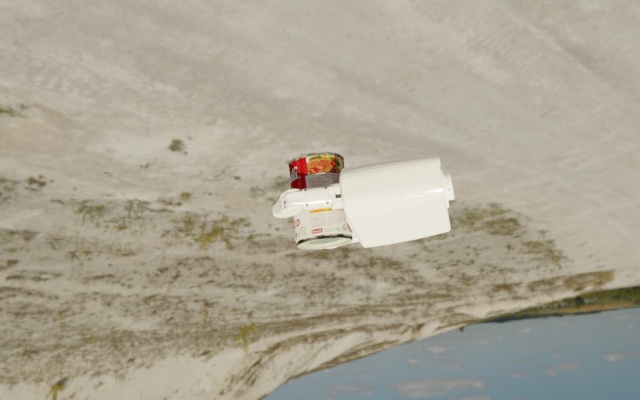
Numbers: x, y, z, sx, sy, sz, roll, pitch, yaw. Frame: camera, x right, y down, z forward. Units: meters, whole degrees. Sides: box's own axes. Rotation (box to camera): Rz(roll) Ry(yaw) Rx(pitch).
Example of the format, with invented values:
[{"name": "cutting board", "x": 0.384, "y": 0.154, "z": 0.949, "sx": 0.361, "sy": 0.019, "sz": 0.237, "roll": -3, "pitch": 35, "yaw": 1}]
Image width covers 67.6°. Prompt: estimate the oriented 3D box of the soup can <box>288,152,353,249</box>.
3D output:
[{"name": "soup can", "x": 0.000, "y": 0.002, "z": 0.567, "sx": 0.068, "sy": 0.102, "sz": 0.068, "roll": -6, "pitch": -15, "yaw": -2}]
